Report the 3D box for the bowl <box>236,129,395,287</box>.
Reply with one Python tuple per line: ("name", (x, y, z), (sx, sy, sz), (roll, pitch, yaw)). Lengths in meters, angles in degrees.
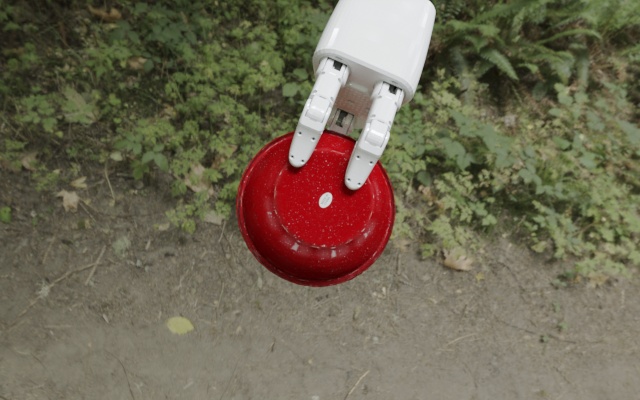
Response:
("bowl", (0.000, 0.003, 0.456), (0.162, 0.162, 0.055), (0, -8, -7))
